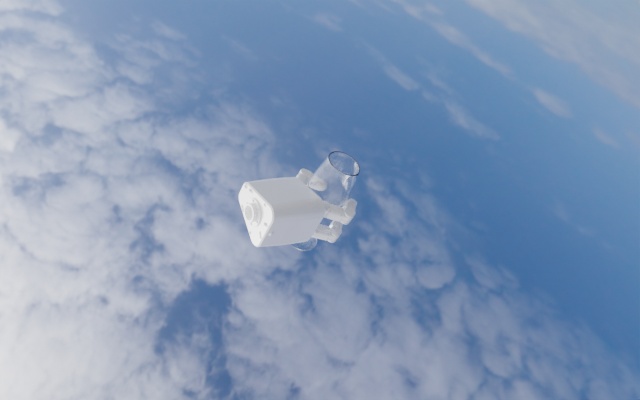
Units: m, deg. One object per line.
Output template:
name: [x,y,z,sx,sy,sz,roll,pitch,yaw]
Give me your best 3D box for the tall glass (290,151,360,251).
tall glass: [0.000,0.003,0.884,0.079,0.079,0.201,0,-43,-35]
